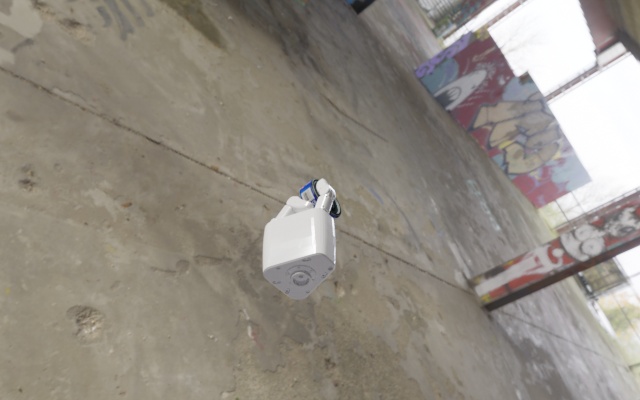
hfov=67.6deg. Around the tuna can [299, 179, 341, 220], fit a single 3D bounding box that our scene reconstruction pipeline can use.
[{"bbox_3d":[0.001,0.003,0.882,0.034,0.086,0.086,-36,-15,20],"label":"tuna can"}]
